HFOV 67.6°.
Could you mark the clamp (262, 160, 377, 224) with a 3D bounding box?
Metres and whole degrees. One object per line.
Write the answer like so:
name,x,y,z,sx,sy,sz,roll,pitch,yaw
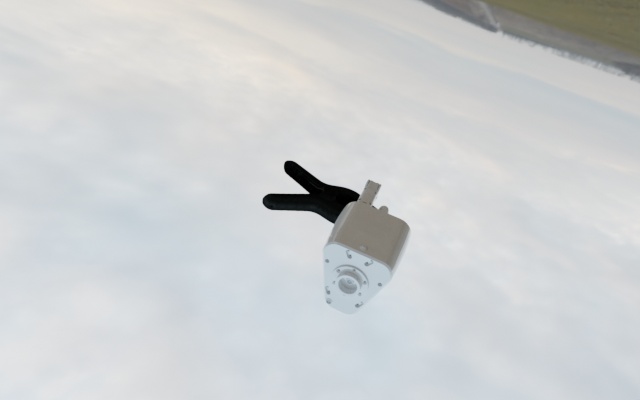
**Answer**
clamp,0.000,0.003,0.705,0.171,0.039,0.120,23,41,10
